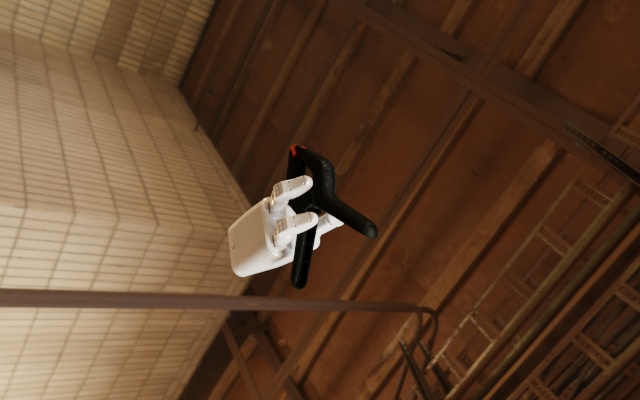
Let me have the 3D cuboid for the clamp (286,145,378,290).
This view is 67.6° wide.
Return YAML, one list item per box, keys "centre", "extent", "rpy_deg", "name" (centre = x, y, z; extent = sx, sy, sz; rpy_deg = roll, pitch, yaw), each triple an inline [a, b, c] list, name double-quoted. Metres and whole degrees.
- centre: [0.000, 0.002, 0.678]
  extent: [0.036, 0.210, 0.164]
  rpy_deg: [14, -35, -42]
  name: "clamp"
